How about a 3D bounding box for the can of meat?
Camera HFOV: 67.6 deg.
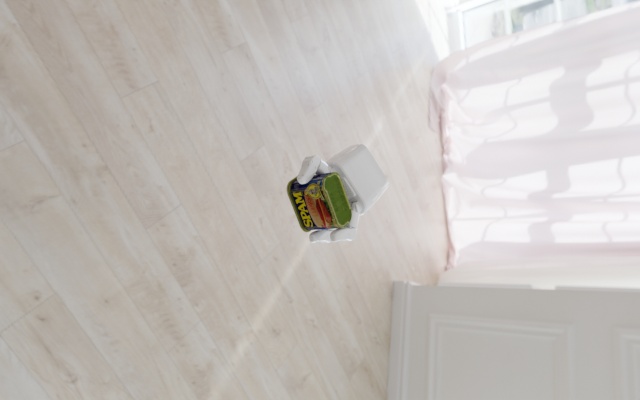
[{"bbox_3d":[0.000,0.003,0.840,0.084,0.102,0.057,-6,21,39],"label":"can of meat"}]
